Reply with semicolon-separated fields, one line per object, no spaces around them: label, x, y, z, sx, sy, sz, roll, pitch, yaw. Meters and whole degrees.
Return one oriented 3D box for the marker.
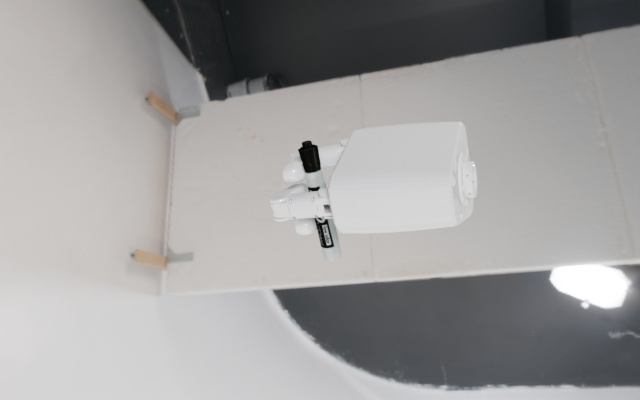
marker;0.000;0.001;0.457;0.020;0.121;0.020;-11;20;4
